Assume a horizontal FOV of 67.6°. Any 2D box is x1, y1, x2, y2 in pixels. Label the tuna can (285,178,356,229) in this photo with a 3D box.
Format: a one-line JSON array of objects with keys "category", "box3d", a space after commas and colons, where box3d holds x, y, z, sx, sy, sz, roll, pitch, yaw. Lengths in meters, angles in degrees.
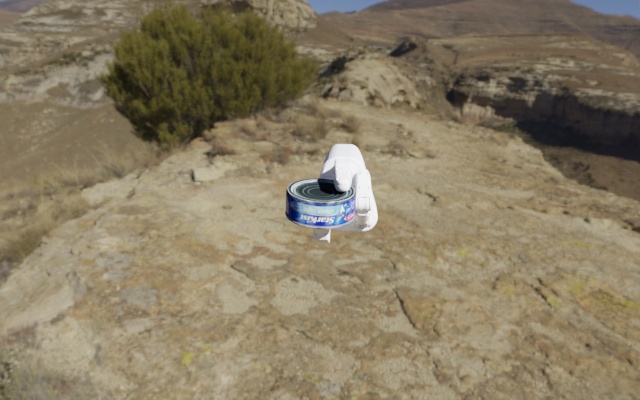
[{"category": "tuna can", "box3d": [0.000, 0.001, 0.582, 0.086, 0.034, 0.086, 3, 22, -1]}]
